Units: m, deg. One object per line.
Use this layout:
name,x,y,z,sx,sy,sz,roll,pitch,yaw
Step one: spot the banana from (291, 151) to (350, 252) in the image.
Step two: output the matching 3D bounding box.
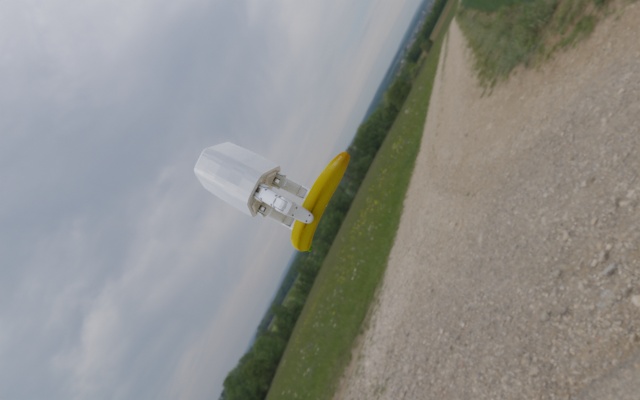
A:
banana,-0.008,0.011,0.768,0.037,0.198,0.069,29,27,11
